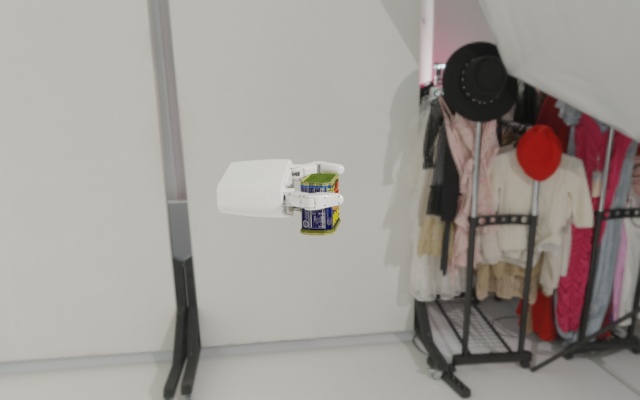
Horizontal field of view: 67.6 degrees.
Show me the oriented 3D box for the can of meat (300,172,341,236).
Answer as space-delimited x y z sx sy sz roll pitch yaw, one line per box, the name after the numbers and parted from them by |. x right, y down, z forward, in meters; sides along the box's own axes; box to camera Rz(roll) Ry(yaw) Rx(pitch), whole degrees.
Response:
0.000 0.002 0.779 0.057 0.084 0.102 1 13 10 | can of meat
